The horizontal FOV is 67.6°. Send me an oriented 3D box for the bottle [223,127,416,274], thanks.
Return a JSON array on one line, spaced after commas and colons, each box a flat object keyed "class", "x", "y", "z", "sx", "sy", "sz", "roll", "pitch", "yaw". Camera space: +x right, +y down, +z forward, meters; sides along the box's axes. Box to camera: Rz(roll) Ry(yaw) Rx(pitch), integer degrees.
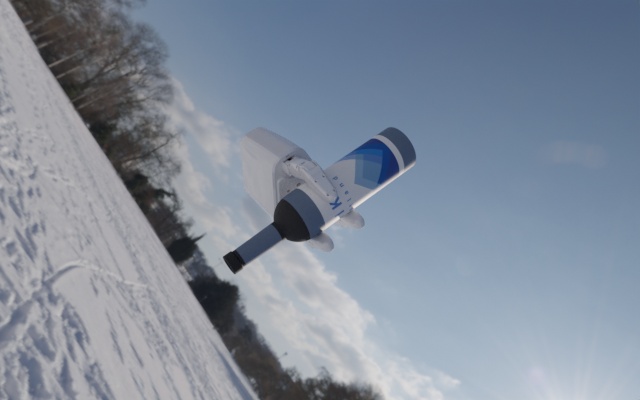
[{"class": "bottle", "x": 0.000, "y": 0.002, "z": 0.641, "sx": 0.295, "sy": 0.069, "sz": 0.069, "roll": -35, "pitch": 13, "yaw": -19}]
